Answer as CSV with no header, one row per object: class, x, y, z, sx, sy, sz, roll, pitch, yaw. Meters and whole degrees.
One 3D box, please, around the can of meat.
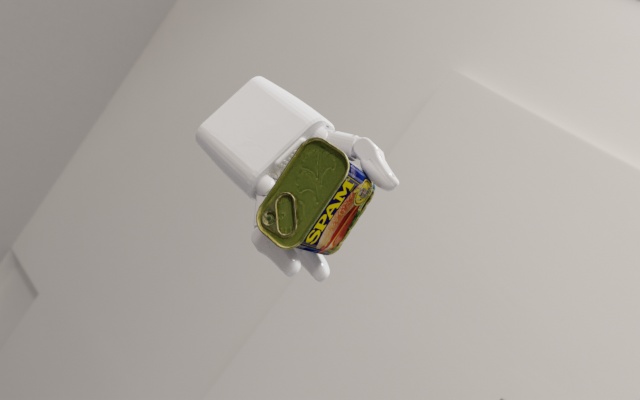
can of meat,0.000,0.002,0.459,0.057,0.102,0.084,36,5,28
